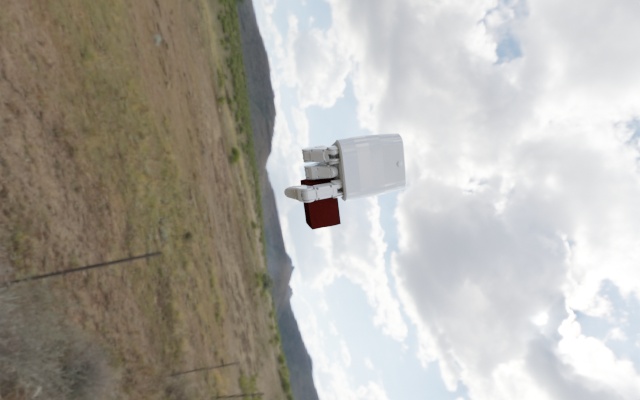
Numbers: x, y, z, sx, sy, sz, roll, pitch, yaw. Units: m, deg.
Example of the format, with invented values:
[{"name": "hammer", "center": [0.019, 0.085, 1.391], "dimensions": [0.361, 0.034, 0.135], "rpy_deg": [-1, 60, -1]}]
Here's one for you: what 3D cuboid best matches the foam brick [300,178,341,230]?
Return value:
[{"name": "foam brick", "center": [0.000, 0.003, 0.793], "dimensions": [0.051, 0.078, 0.053], "rpy_deg": [-10, 15, -11]}]
